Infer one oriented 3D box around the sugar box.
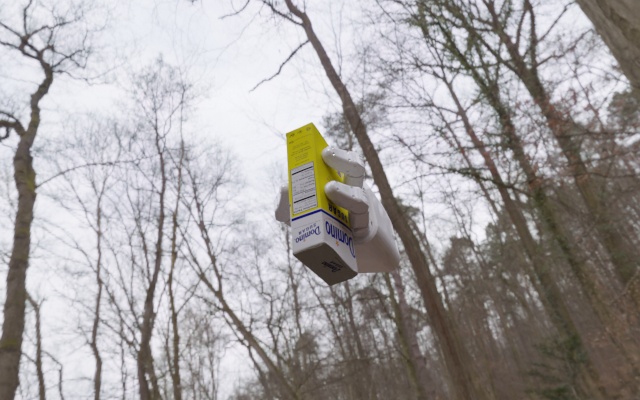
[{"bbox_3d":[0.001,0.002,0.568,0.048,0.176,0.093,-22,-38,17],"label":"sugar box"}]
